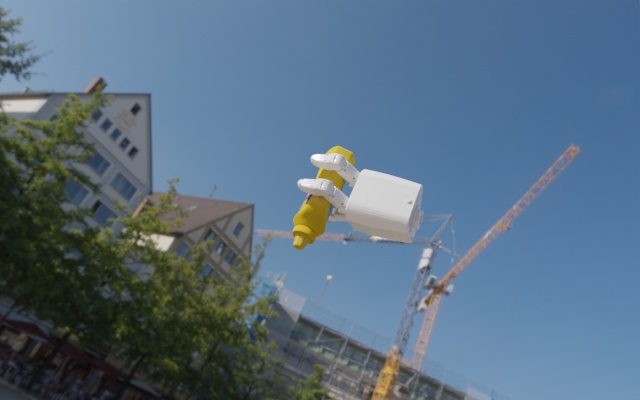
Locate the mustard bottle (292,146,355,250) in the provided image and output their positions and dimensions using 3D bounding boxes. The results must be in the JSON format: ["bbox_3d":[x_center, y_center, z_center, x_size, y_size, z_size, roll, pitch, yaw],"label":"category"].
[{"bbox_3d":[0.000,0.002,0.834,0.058,0.191,0.096,26,-28,-2],"label":"mustard bottle"}]
